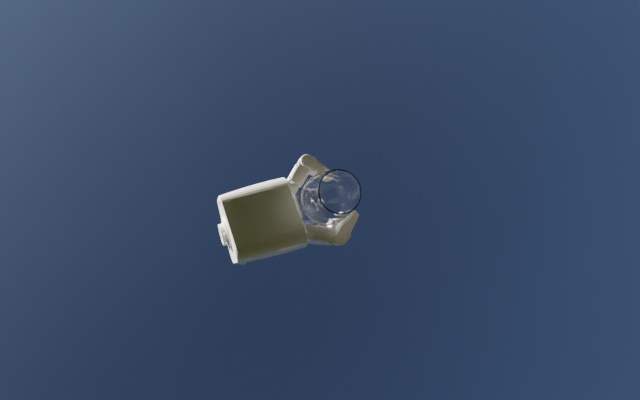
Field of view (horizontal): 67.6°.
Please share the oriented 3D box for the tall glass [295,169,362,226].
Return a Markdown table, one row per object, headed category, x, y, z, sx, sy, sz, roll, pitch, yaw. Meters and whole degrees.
| category | x | y | z | sx | sy | sz | roll | pitch | yaw |
| --- | --- | --- | --- | --- | --- | --- | --- | --- | --- |
| tall glass | 0.000 | 0.002 | 0.732 | 0.079 | 0.079 | 0.201 | 0 | -8 | -16 |
